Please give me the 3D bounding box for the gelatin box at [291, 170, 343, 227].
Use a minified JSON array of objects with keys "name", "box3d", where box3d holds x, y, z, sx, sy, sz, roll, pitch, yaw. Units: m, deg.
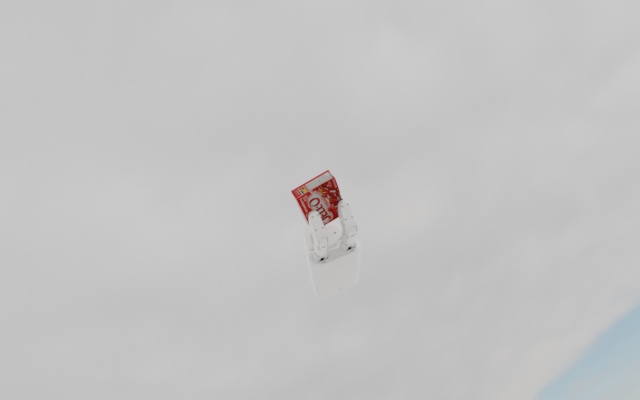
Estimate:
[{"name":"gelatin box","box3d":[0.000,0.002,0.808,0.073,0.089,0.030,-30,43,-7]}]
